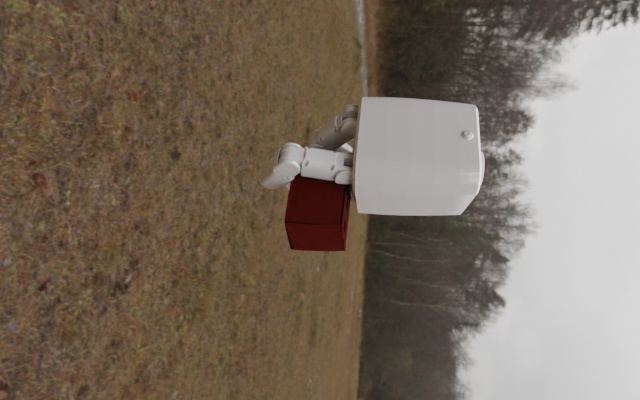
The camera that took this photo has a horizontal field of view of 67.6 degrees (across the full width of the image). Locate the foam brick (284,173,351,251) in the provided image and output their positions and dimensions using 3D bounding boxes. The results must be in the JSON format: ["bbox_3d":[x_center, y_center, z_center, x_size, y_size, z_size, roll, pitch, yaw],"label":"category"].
[{"bbox_3d":[0.000,0.002,0.439,0.051,0.078,0.053,4,-31,7],"label":"foam brick"}]
